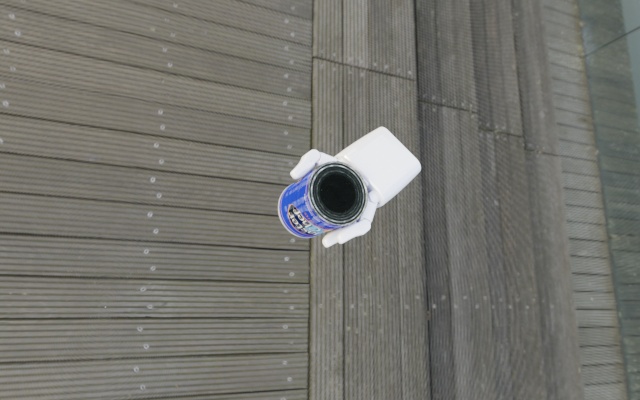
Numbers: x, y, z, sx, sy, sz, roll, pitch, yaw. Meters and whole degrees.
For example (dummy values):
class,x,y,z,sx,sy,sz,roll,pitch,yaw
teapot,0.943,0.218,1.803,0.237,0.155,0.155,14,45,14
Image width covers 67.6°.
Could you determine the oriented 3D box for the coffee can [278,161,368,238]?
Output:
class,x,y,z,sx,sy,sz,roll,pitch,yaw
coffee can,0.000,0.003,0.791,0.103,0.102,0.140,0,-11,-24
